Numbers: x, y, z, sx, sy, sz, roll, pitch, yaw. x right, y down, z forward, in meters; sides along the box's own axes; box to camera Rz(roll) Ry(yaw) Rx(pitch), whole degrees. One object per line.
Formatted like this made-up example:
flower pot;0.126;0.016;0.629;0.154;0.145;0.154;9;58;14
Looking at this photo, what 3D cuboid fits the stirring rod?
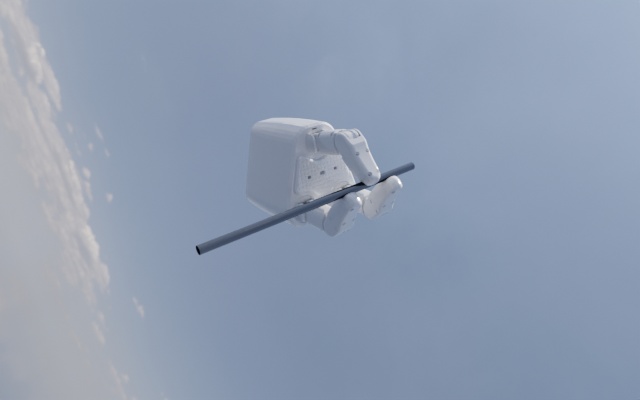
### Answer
stirring rod;0.000;0.001;0.434;0.239;0.011;0.011;-21;12;-32
